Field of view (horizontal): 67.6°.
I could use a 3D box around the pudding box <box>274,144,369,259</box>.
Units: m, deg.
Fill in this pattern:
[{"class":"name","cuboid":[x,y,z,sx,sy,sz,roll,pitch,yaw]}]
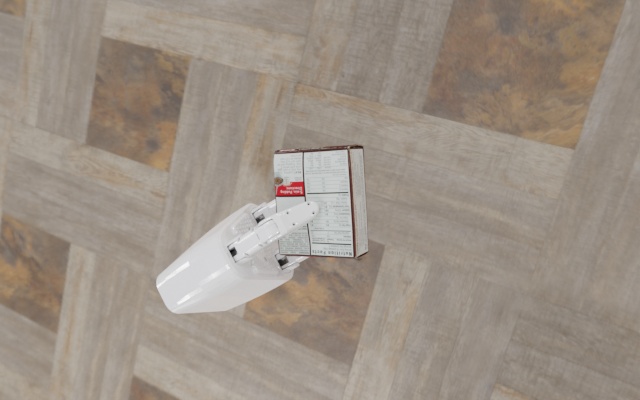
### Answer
[{"class":"pudding box","cuboid":[0.000,0.002,0.488,0.090,0.113,0.039,0,8,26]}]
